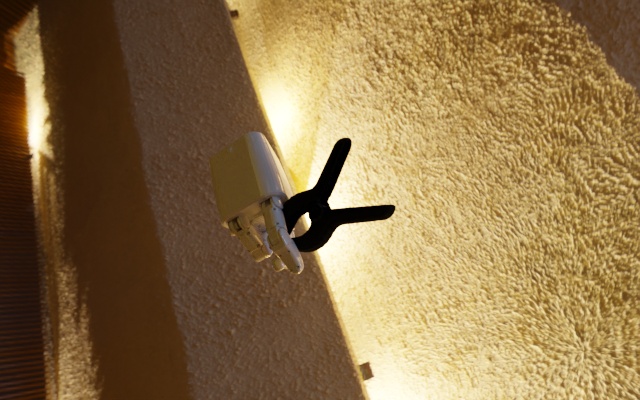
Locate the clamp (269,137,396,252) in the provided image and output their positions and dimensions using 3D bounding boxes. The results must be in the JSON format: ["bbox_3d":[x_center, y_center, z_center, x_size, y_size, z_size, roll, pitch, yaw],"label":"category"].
[{"bbox_3d":[0.000,0.002,0.607,0.171,0.120,0.039,-29,-27,18],"label":"clamp"}]
